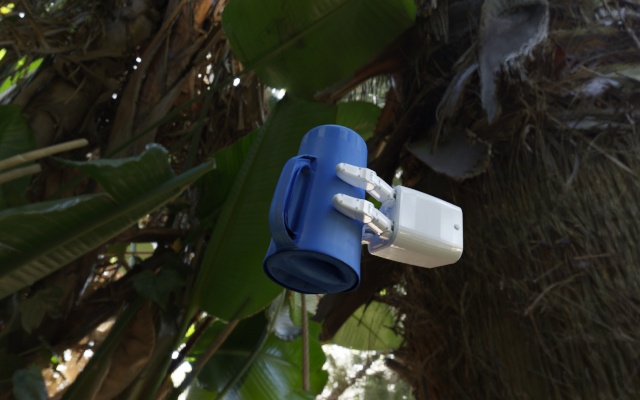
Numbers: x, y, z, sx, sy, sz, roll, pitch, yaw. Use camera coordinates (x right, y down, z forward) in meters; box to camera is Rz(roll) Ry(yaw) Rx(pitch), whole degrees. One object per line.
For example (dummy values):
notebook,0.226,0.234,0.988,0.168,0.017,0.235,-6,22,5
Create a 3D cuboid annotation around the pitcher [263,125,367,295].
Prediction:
pitcher,0.000,0.002,0.698,0.145,0.242,0.149,16,-35,-8
